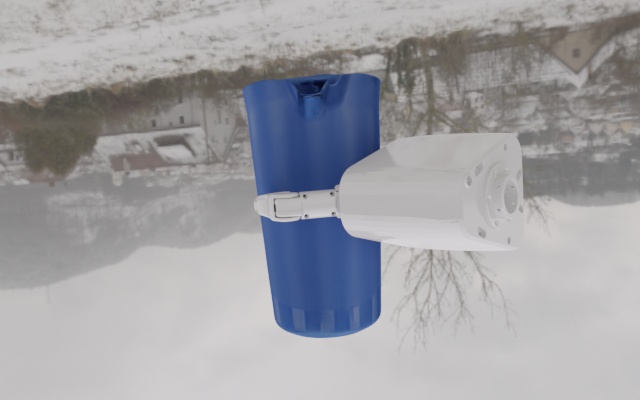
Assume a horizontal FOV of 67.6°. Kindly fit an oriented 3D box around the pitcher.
[{"bbox_3d":[0.000,0.002,0.484,0.145,0.243,0.149,1,6,44],"label":"pitcher"}]
